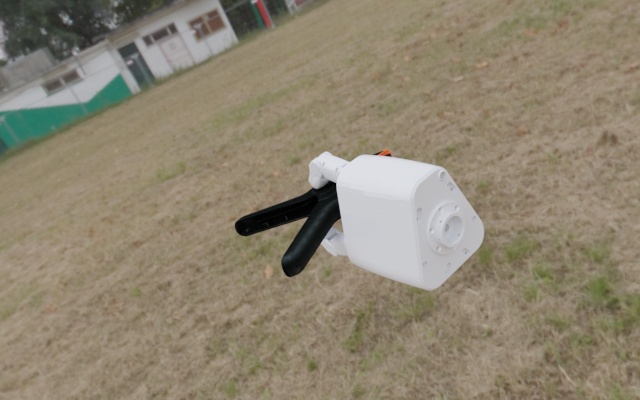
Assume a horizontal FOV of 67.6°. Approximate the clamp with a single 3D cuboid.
[{"bbox_3d":[0.000,0.001,0.573,0.210,0.036,0.164,-37,28,-23],"label":"clamp"}]
